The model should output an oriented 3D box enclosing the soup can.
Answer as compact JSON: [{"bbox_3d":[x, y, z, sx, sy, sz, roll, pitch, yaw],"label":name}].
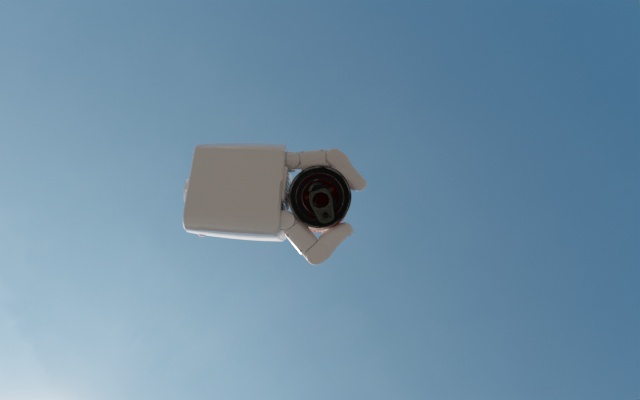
[{"bbox_3d":[0.001,0.002,0.557,0.068,0.068,0.102,0,-7,1],"label":"soup can"}]
